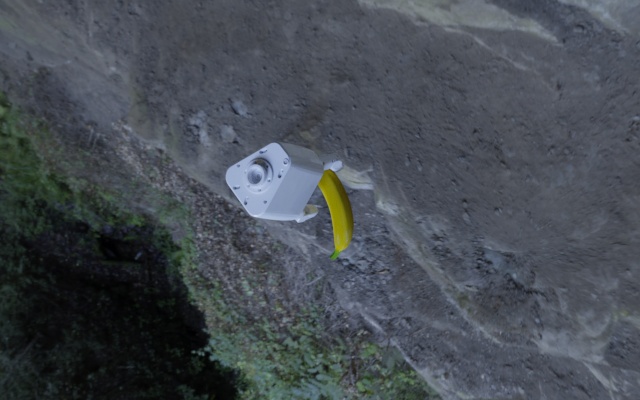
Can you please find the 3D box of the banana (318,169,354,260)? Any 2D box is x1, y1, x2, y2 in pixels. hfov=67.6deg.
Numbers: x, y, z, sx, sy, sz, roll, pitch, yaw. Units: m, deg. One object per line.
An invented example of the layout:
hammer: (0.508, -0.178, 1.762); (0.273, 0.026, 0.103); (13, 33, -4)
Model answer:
banana: (0.017, 0.000, 0.826); (0.069, 0.197, 0.037); (-19, -8, 27)
